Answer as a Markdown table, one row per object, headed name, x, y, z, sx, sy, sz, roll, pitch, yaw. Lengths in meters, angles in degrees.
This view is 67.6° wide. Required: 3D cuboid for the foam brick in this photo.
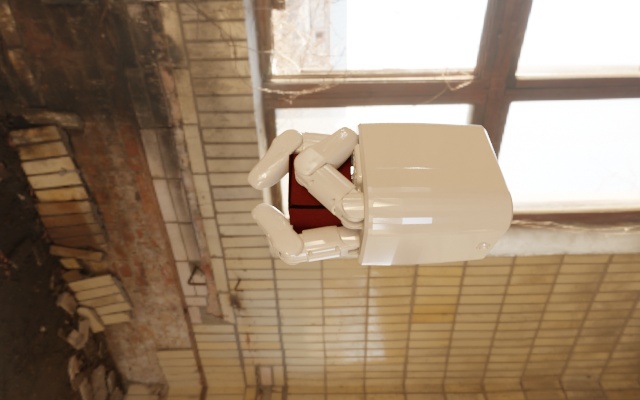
| name | x | y | z | sx | sy | sz | roll | pitch | yaw |
| --- | --- | --- | --- | --- | --- | --- | --- | --- | --- |
| foam brick | 0.000 | 0.001 | 0.412 | 0.051 | 0.053 | 0.078 | -1 | -27 | 0 |
